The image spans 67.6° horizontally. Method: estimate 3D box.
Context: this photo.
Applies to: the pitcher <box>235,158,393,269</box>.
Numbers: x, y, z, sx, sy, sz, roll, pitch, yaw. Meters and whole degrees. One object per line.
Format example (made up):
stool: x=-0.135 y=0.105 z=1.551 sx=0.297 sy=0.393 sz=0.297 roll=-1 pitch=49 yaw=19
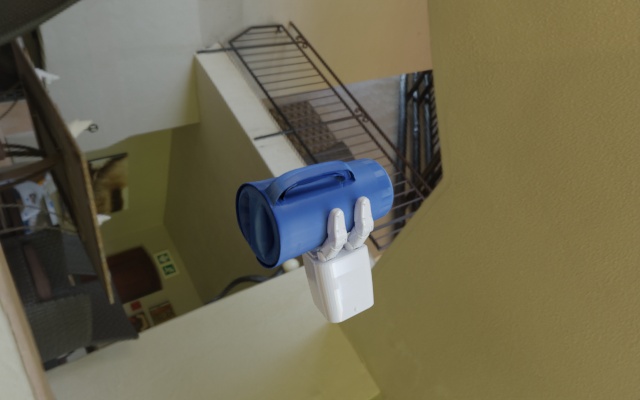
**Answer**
pitcher: x=0.000 y=0.003 z=0.760 sx=0.243 sy=0.145 sz=0.149 roll=-19 pitch=15 yaw=-32
